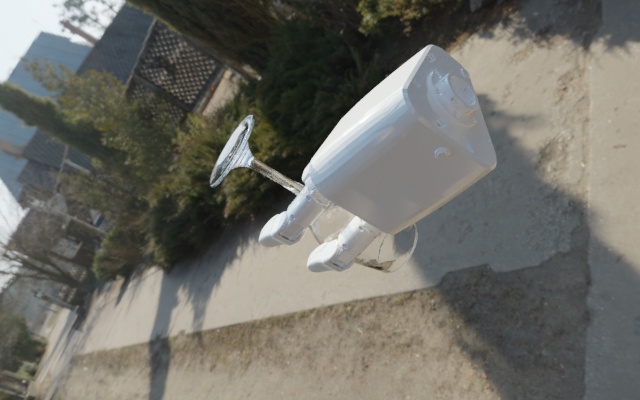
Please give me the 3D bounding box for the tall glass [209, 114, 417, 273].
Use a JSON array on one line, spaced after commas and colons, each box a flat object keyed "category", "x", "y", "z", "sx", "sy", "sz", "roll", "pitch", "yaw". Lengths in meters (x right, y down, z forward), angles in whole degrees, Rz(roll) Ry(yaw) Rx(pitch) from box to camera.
[{"category": "tall glass", "x": -0.001, "y": 0.001, "z": 0.462, "sx": 0.201, "sy": 0.079, "sz": 0.079, "roll": 30, "pitch": -12, "yaw": -22}]
